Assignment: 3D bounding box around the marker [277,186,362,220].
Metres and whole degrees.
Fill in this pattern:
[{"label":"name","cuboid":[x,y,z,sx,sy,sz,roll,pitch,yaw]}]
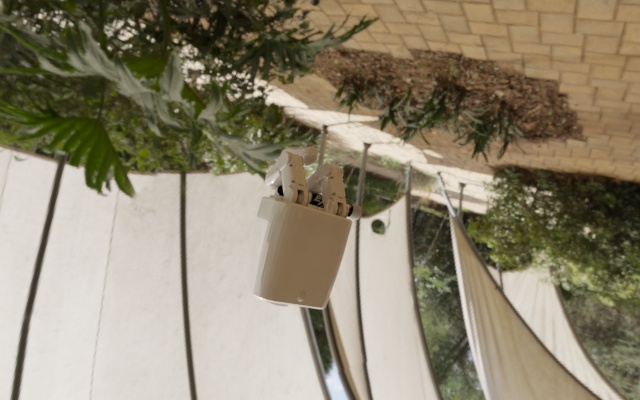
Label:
[{"label":"marker","cuboid":[0.000,0.002,0.587,0.121,0.020,0.020,17,-10,-34]}]
